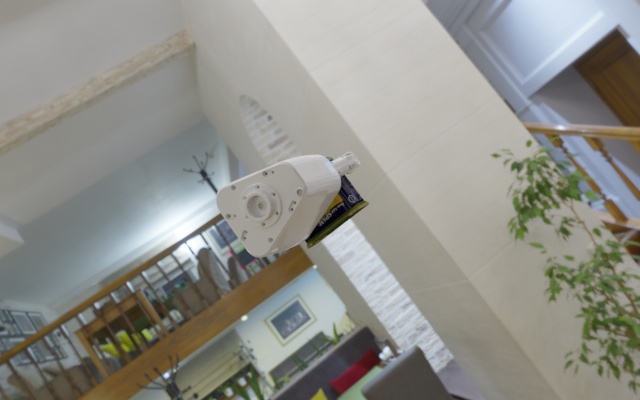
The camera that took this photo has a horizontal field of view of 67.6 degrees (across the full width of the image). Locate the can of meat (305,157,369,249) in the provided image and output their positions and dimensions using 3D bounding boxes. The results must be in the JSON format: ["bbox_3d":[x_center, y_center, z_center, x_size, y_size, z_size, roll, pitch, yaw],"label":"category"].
[{"bbox_3d":[0.000,0.002,0.653,0.102,0.084,0.057,-39,-7,24],"label":"can of meat"}]
